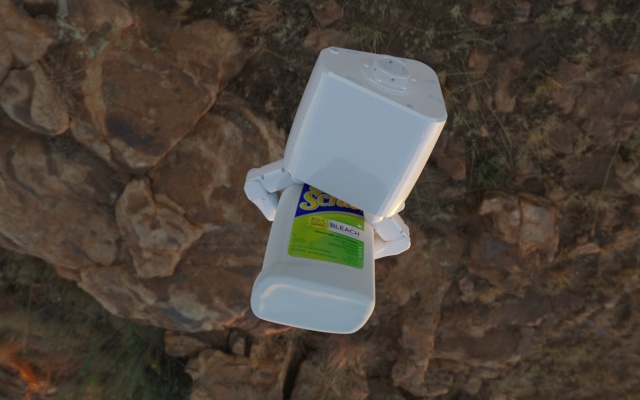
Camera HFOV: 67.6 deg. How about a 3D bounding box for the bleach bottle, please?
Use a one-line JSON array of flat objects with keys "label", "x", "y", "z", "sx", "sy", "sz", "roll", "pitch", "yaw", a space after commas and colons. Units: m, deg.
[{"label": "bleach bottle", "x": 0.000, "y": 0.002, "z": 0.472, "sx": 0.102, "sy": 0.250, "sz": 0.068, "roll": 14, "pitch": -47, "yaw": -10}]
